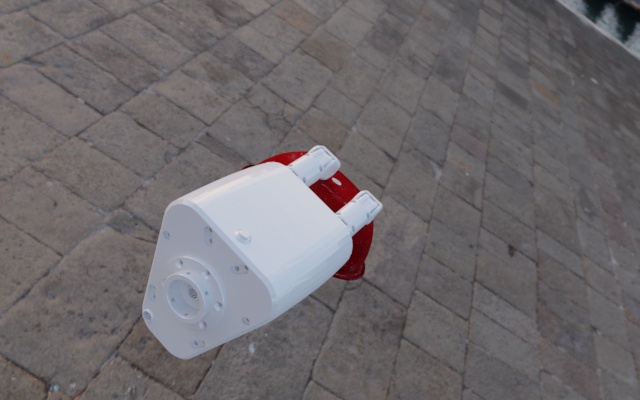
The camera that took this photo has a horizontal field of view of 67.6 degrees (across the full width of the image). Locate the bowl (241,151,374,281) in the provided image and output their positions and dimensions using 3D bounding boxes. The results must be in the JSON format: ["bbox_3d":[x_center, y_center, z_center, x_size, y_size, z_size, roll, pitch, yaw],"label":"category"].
[{"bbox_3d":[0.001,0.001,0.476,0.162,0.055,0.162,38,17,-13],"label":"bowl"}]
